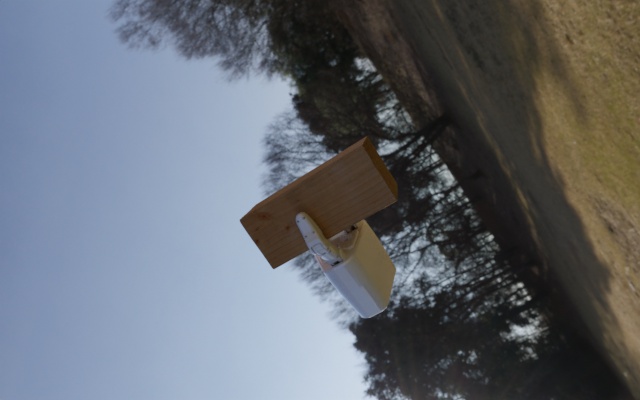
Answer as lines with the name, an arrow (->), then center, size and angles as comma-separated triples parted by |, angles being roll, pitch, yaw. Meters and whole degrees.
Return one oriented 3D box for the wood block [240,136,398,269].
wood block -> 0.000, 0.003, 0.694 | 0.206, 0.090, 0.090 | -31, 9, 16
